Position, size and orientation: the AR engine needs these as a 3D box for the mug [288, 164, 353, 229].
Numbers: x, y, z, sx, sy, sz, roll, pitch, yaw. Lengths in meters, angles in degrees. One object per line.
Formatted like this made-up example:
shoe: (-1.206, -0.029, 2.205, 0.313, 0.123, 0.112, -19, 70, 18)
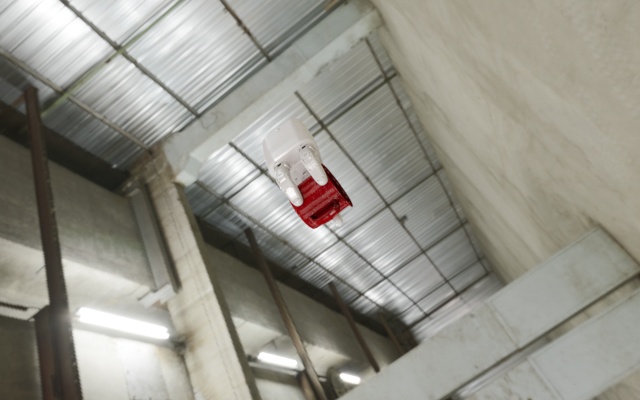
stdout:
mug: (0.000, 0.004, 0.822, 0.081, 0.093, 0.117, -36, 34, 9)
